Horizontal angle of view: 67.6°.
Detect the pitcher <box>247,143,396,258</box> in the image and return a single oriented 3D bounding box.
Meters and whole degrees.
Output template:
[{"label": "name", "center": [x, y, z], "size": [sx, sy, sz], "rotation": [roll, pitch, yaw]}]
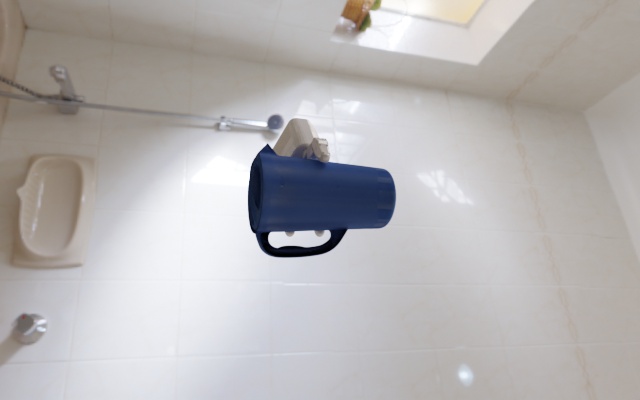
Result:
[{"label": "pitcher", "center": [0.000, 0.002, 0.814], "size": [0.243, 0.149, 0.145], "rotation": [3, 37, -18]}]
